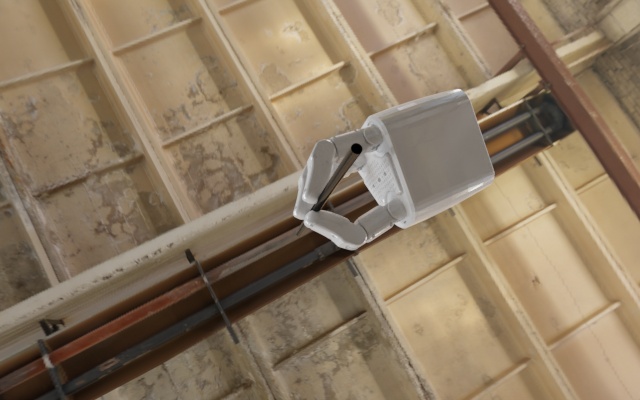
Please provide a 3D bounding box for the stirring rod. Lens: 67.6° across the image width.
[{"bbox_3d":[0.000,0.001,0.430,0.011,0.011,0.240,0,-17,-12],"label":"stirring rod"}]
